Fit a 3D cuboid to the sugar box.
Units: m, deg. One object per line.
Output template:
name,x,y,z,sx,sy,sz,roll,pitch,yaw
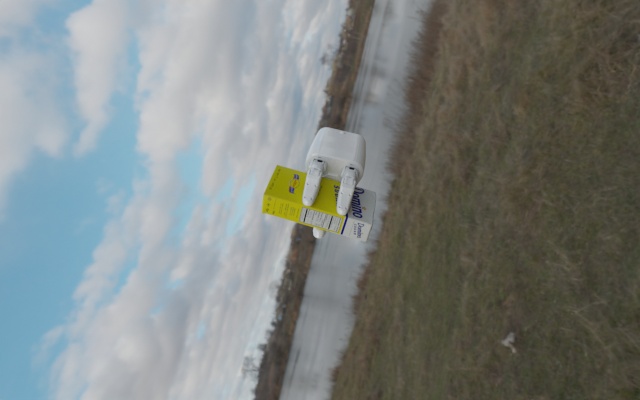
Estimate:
sugar box,0.000,0.002,0.777,0.176,0.048,0.093,13,37,1
